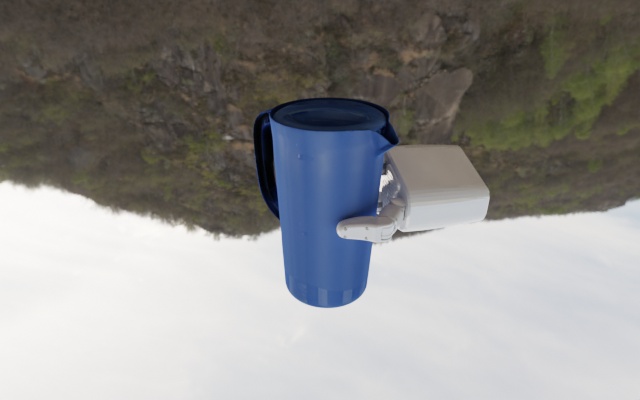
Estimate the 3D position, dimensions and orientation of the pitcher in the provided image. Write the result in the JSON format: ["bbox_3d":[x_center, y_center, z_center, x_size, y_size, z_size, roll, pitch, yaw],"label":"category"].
[{"bbox_3d":[0.000,0.002,0.583,0.145,0.243,0.149,-5,27,-12],"label":"pitcher"}]
